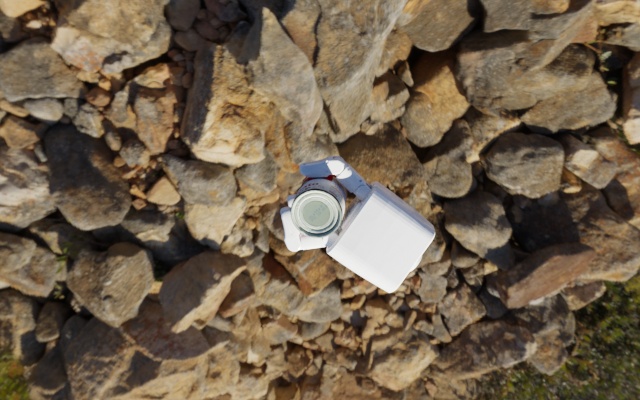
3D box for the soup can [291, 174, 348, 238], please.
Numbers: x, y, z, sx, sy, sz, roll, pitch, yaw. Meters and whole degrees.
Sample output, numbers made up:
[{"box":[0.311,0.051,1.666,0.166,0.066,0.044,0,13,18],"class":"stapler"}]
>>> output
[{"box":[0.000,0.002,0.643,0.068,0.068,0.102,0,18,7],"class":"soup can"}]
